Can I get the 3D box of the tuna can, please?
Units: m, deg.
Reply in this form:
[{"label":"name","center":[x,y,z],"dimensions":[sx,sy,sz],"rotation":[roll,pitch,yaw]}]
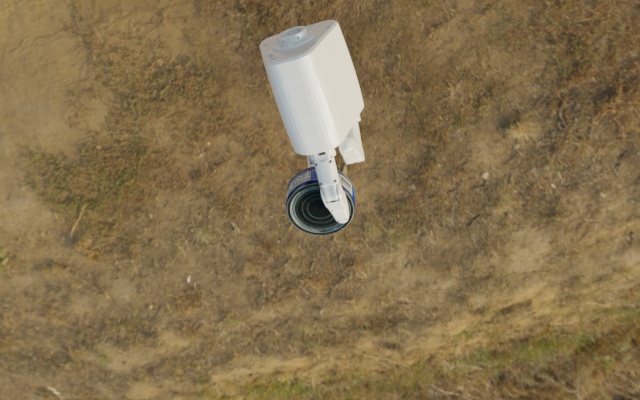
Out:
[{"label":"tuna can","center":[0.000,0.002,0.588],"dimensions":[0.086,0.086,0.033],"rotation":[0,38,1]}]
